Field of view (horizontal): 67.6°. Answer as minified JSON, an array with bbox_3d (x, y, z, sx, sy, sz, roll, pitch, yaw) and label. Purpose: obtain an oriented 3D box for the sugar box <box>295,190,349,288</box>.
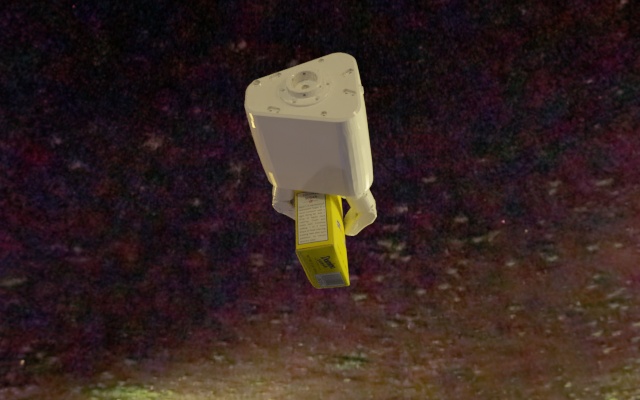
[{"bbox_3d":[0.001,0.002,0.546,0.048,0.176,0.093,-7,-36,9],"label":"sugar box"}]
